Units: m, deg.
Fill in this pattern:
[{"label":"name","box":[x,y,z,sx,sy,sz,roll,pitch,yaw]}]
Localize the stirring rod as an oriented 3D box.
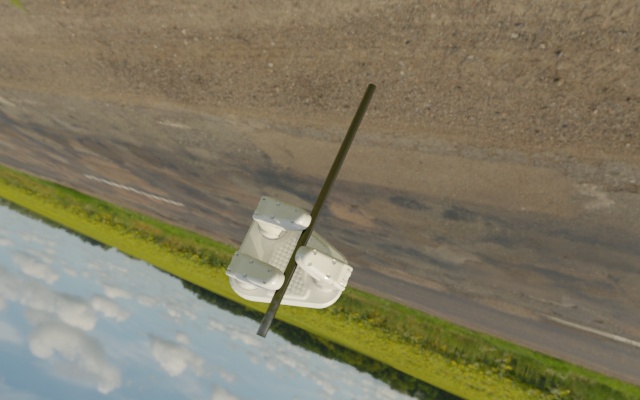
[{"label":"stirring rod","box":[0.000,0.001,0.409,0.011,0.239,0.011,23,-14,6]}]
